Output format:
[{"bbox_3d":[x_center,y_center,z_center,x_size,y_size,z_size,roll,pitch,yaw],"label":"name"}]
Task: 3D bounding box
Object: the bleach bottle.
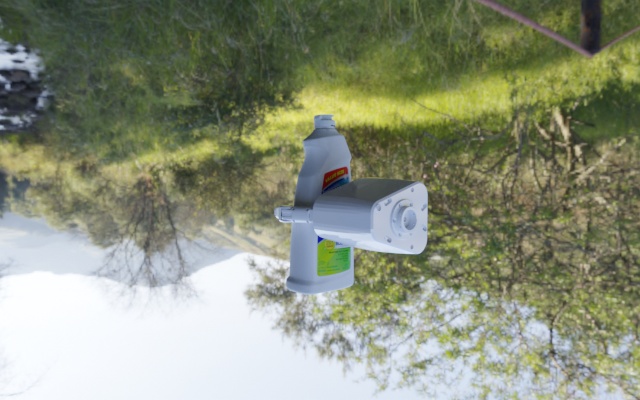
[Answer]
[{"bbox_3d":[0.000,0.002,0.694,0.102,0.251,0.068,-3,4,-40],"label":"bleach bottle"}]
